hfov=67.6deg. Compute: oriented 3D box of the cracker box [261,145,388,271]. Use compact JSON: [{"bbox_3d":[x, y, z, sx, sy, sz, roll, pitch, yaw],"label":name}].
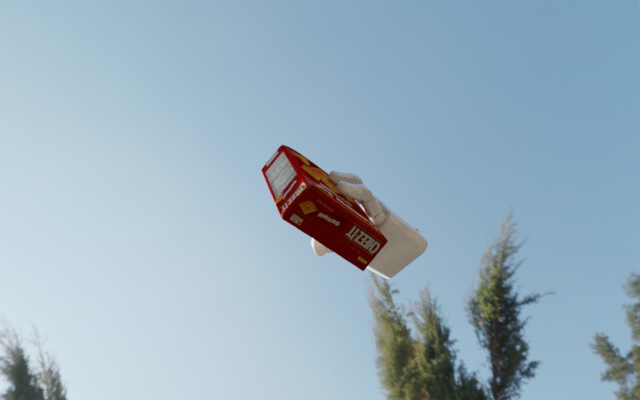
[{"bbox_3d":[0.000,0.003,0.782,0.164,0.072,0.213,35,10,-25],"label":"cracker box"}]
